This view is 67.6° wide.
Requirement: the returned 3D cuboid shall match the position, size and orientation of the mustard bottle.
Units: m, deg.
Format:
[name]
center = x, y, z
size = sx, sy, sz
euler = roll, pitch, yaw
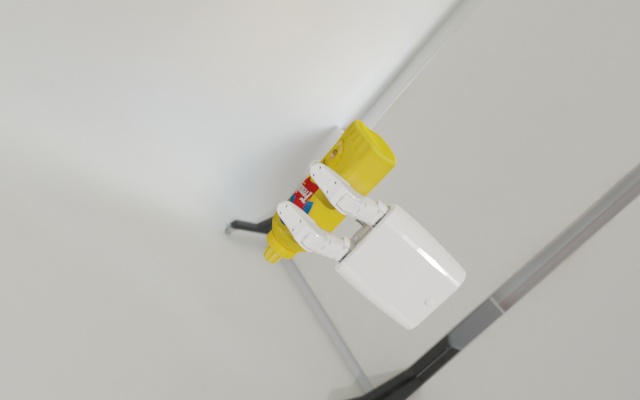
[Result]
[mustard bottle]
center = 0.000, 0.001, 0.541
size = 0.058, 0.192, 0.096
euler = 34, 19, -23
